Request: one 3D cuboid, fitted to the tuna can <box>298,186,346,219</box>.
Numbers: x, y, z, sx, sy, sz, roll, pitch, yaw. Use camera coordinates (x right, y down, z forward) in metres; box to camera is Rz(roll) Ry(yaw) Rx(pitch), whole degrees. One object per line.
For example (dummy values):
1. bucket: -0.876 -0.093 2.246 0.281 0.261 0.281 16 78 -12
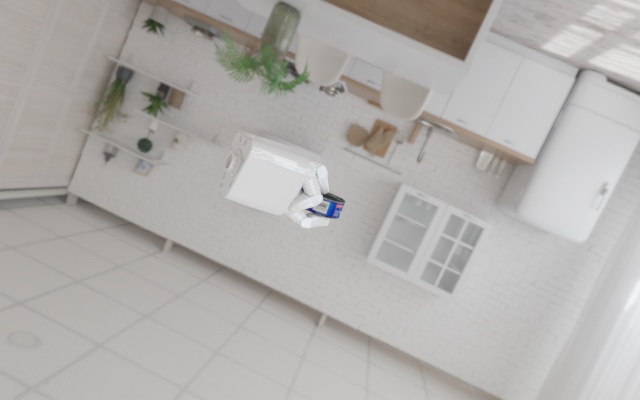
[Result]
1. tuna can: 0.000 0.003 0.870 0.086 0.034 0.086 19 9 -3
